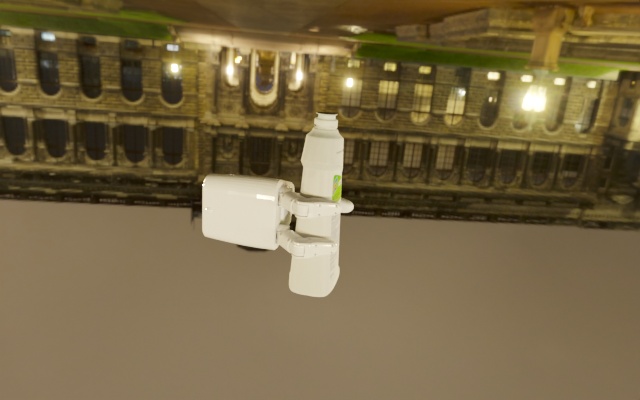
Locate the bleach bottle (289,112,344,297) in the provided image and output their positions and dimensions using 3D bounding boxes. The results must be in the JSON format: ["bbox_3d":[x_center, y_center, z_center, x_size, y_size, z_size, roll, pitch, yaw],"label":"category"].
[{"bbox_3d":[0.000,0.002,0.673,0.068,0.251,0.102,8,17,9],"label":"bleach bottle"}]
